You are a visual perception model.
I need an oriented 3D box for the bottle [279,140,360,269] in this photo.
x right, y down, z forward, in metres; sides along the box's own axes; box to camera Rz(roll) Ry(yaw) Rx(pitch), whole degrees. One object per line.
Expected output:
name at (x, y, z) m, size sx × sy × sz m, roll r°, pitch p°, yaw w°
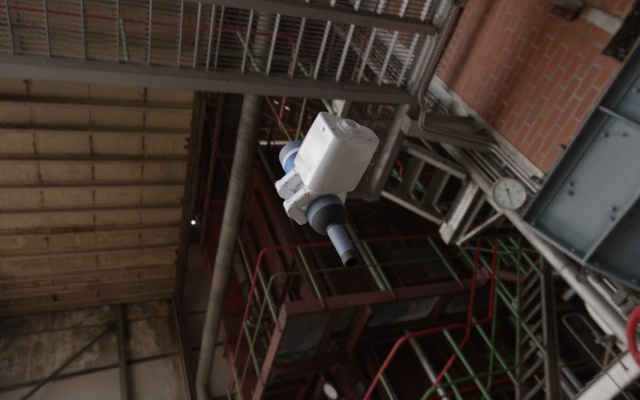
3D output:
bottle at (0.000, 0.003, 0.843) m, size 0.069 × 0.069 × 0.295 m, roll 0°, pitch 40°, yaw -26°
